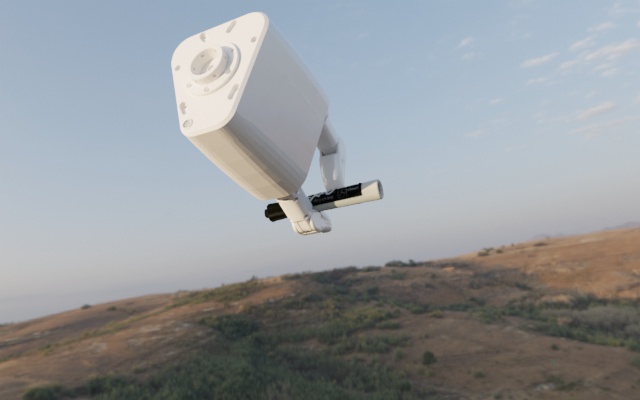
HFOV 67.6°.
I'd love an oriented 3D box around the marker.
[{"bbox_3d":[0.000,0.001,0.457,0.121,0.020,0.020,-12,-5,22],"label":"marker"}]
